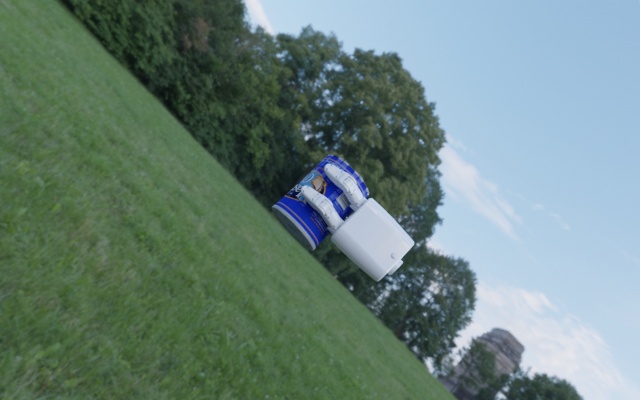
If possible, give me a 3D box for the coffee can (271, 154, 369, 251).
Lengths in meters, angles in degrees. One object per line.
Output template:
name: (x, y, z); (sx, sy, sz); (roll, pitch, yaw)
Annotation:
coffee can: (0.000, 0.003, 0.831); (0.140, 0.103, 0.103); (-44, 13, -14)
